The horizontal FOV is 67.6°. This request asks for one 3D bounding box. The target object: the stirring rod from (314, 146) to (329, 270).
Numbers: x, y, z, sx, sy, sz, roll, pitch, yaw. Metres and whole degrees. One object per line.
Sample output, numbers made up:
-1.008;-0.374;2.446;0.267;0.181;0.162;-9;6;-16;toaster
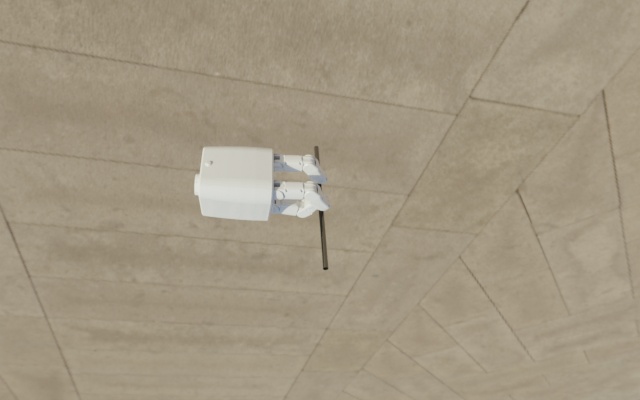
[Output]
0.000;0.002;0.749;0.011;0.239;0.011;-3;-38;-2;stirring rod
